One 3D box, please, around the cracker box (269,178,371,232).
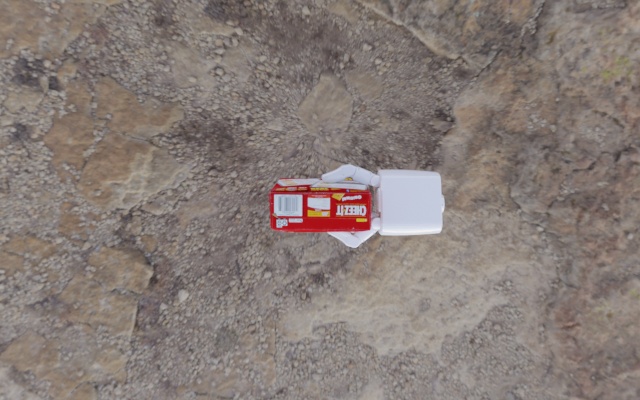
[{"bbox_3d":[0.000,0.003,0.859,0.164,0.072,0.213,0,8,0],"label":"cracker box"}]
